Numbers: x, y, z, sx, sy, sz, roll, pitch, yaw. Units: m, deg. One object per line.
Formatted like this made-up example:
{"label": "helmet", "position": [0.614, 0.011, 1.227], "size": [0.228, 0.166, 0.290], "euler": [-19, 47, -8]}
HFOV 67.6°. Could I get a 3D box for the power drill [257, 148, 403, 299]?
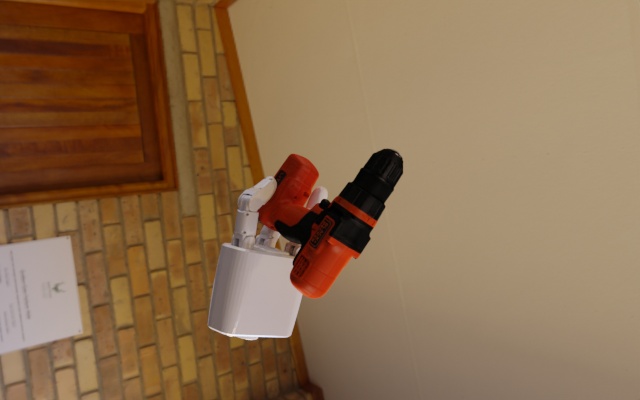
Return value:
{"label": "power drill", "position": [0.000, 0.002, 0.575], "size": [0.057, 0.184, 0.187], "euler": [35, 0, -32]}
